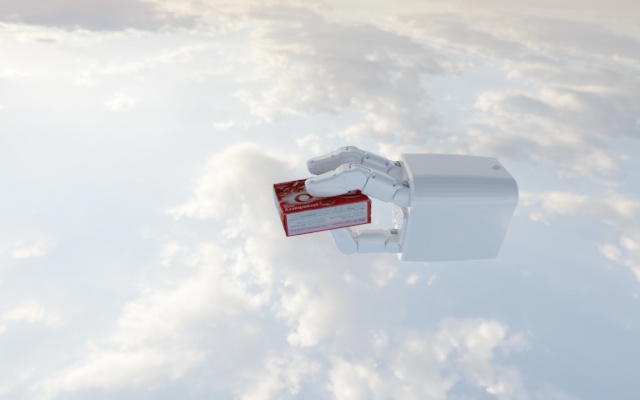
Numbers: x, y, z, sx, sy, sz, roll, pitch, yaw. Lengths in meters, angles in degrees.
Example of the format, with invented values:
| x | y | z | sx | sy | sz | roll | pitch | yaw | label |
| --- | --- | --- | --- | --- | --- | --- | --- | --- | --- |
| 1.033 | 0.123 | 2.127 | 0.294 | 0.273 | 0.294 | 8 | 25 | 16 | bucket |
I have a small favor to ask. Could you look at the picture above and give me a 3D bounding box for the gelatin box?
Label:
| x | y | z | sx | sy | sz | roll | pitch | yaw | label |
| --- | --- | --- | --- | --- | --- | --- | --- | --- | --- |
| 0.000 | 0.002 | 0.491 | 0.089 | 0.030 | 0.073 | -10 | 27 | -10 | gelatin box |
